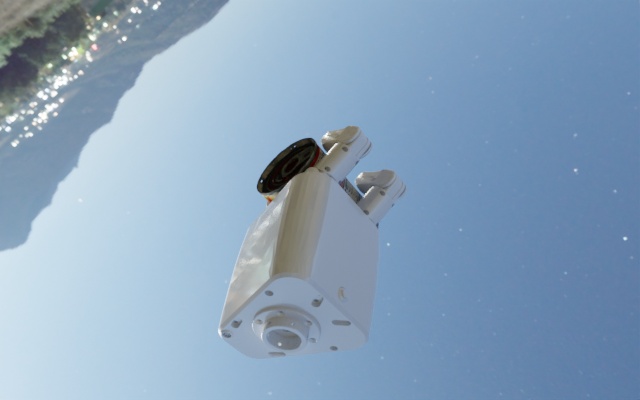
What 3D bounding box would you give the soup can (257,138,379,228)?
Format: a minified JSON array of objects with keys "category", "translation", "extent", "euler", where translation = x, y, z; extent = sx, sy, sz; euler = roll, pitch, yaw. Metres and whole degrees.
[{"category":"soup can","translation":[0.000,0.001,0.444],"extent":[0.102,0.068,0.068],"euler":[47,-26,-27]}]
